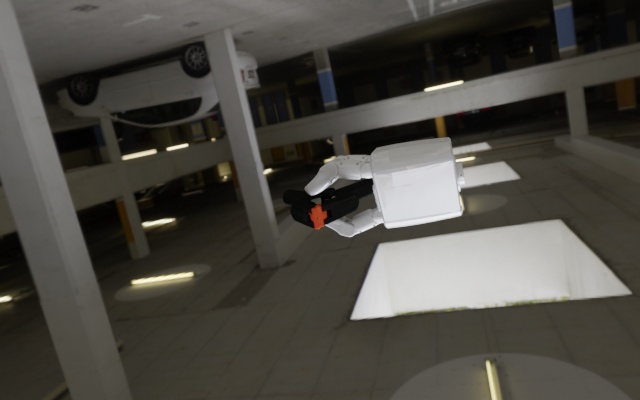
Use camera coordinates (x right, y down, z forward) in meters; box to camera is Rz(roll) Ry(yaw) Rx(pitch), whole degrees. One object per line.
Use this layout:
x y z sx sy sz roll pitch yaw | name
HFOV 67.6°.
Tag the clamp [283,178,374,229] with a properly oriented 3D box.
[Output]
0.000 0.003 0.687 0.164 0.036 0.210 -9 10 16 | clamp
